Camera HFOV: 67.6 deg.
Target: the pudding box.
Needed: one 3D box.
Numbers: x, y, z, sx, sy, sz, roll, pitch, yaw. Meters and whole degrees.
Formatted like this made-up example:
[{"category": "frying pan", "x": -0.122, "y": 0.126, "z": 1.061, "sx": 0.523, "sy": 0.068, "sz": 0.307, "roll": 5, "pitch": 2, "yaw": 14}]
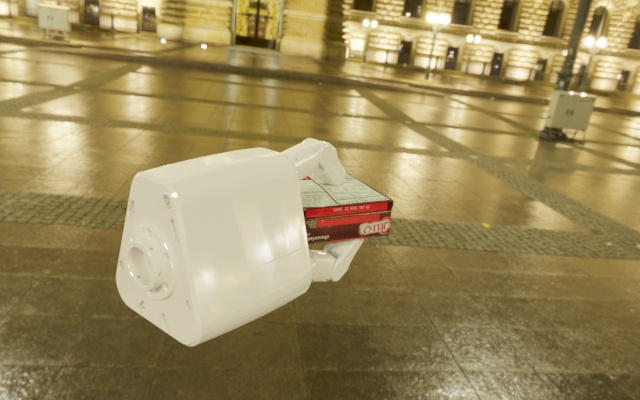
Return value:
[{"category": "pudding box", "x": 0.000, "y": 0.001, "z": 0.442, "sx": 0.090, "sy": 0.039, "sz": 0.113, "roll": -3, "pitch": 22, "yaw": -25}]
